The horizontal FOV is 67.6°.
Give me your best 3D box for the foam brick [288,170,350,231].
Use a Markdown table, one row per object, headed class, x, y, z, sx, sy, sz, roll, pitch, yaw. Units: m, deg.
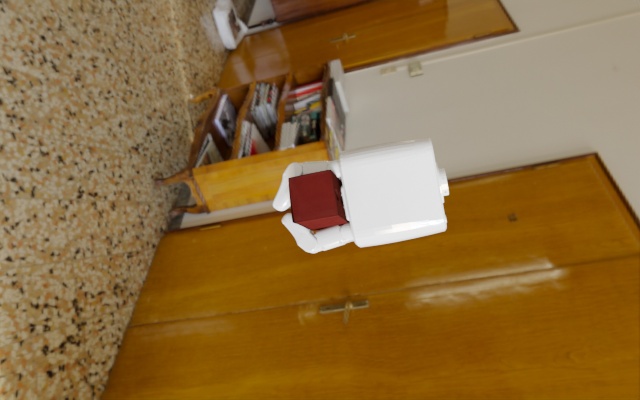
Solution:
| class | x | y | z | sx | sy | sz | roll | pitch | yaw |
| --- | --- | --- | --- | --- | --- | --- | --- | --- | --- |
| foam brick | 0.000 | 0.002 | 0.550 | 0.051 | 0.053 | 0.078 | -10 | -12 | 12 |
